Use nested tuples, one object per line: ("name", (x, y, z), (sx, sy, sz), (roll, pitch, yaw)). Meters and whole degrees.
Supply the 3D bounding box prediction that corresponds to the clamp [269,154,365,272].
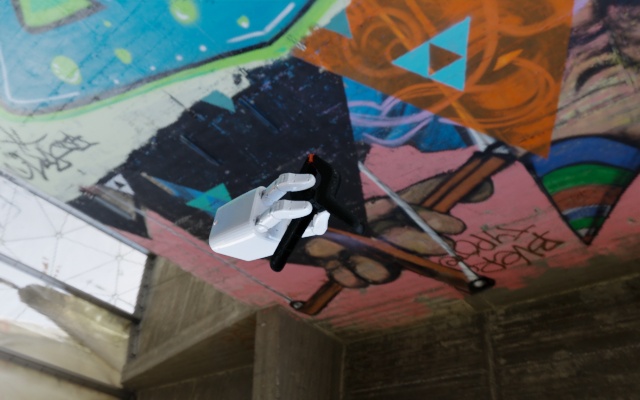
("clamp", (0.000, 0.003, 0.748), (0.164, 0.209, 0.036), (-20, -46, 29))
